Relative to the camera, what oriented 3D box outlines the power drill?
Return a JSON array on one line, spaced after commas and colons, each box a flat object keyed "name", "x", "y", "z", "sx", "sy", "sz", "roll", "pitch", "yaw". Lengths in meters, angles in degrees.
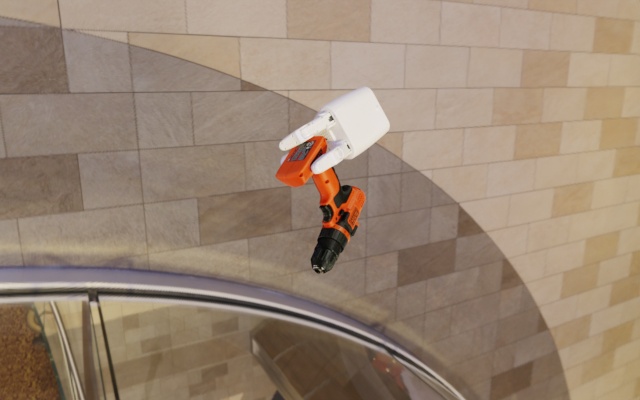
[{"name": "power drill", "x": 0.000, "y": 0.002, "z": 0.794, "sx": 0.057, "sy": 0.184, "sz": 0.188, "roll": -3, "pitch": -46, "yaw": 33}]
